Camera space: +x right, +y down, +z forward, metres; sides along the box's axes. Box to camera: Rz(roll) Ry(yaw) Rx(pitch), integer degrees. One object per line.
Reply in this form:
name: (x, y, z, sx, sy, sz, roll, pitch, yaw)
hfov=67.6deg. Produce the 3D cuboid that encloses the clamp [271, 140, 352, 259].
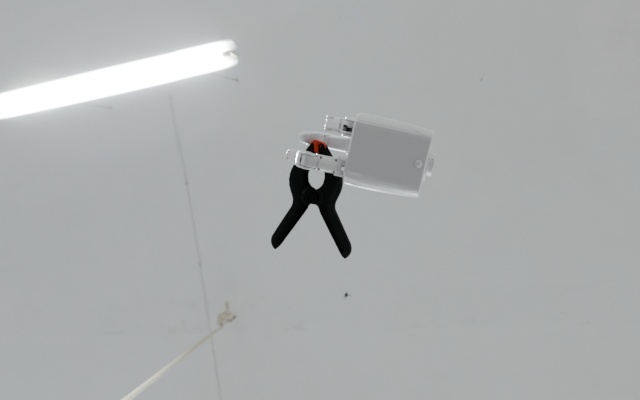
clamp: (0.000, 0.002, 0.690, 0.120, 0.171, 0.039, 14, 10, 7)
